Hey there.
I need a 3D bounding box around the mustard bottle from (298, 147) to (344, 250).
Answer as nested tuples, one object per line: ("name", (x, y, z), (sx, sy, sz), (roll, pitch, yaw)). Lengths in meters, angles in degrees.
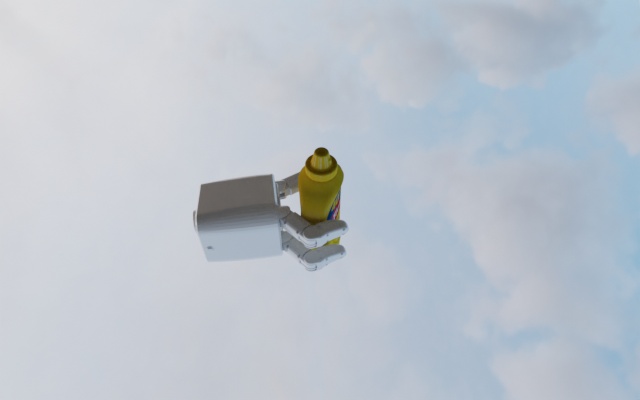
("mustard bottle", (0.000, 0.002, 0.650), (0.058, 0.096, 0.192), (12, -39, 10))
